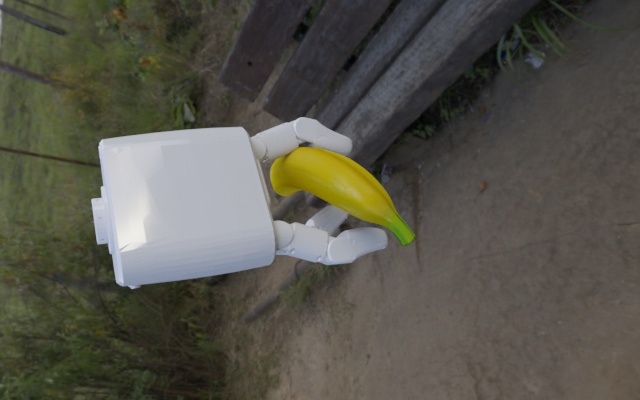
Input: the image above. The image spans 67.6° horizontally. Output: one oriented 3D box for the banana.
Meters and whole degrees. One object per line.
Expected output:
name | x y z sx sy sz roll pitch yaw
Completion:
banana | -0.004 -0.014 0.403 0.037 0.070 0.197 -30 27 -22
